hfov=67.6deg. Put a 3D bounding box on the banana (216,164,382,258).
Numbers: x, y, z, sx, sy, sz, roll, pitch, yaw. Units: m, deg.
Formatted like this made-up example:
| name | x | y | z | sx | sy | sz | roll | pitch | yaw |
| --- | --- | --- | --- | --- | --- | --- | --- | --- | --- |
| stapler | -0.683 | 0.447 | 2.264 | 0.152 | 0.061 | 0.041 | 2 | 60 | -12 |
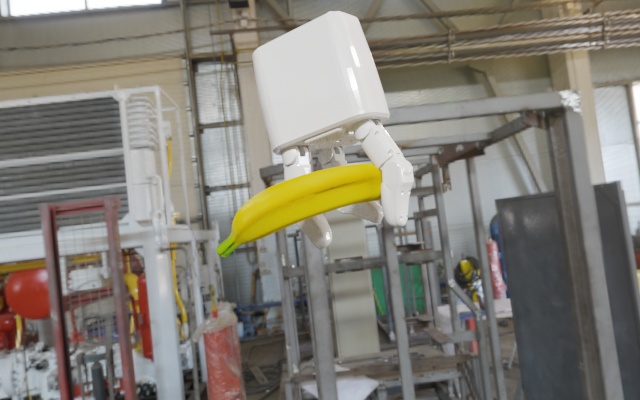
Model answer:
| name | x | y | z | sx | sy | sz | roll | pitch | yaw |
| --- | --- | --- | --- | --- | --- | --- | --- | --- | --- |
| banana | 0.004 | -0.004 | 0.420 | 0.198 | 0.037 | 0.070 | -17 | -13 | -27 |
